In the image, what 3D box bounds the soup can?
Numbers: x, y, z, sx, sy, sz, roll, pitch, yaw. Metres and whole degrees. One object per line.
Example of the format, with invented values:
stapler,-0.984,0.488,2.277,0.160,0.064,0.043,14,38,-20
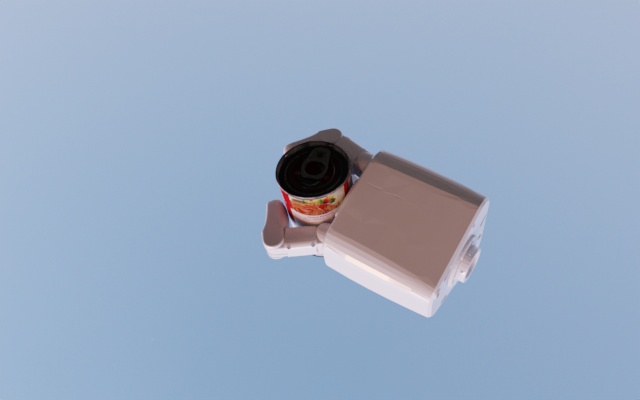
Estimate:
soup can,0.000,0.002,0.464,0.068,0.068,0.102,0,-37,10
